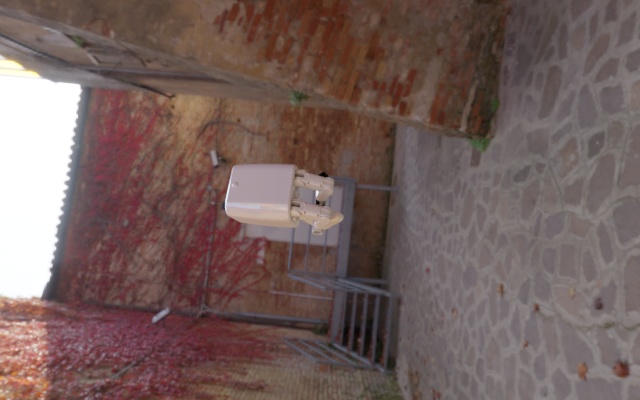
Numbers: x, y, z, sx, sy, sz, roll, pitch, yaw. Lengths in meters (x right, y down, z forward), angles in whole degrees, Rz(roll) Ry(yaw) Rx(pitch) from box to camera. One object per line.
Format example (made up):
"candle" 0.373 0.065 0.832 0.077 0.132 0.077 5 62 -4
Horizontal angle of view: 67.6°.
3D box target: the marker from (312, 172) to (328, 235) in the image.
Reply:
"marker" 0.000 0.003 0.844 0.020 0.121 0.020 5 -28 2
